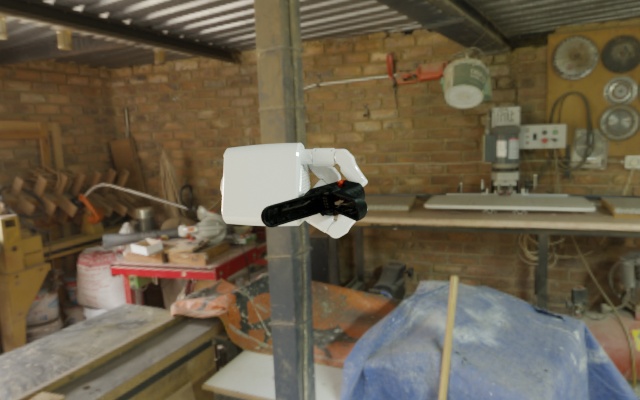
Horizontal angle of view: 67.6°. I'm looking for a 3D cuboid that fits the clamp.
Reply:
[{"bbox_3d":[0.000,0.001,0.586,0.120,0.039,0.171,-1,8,8],"label":"clamp"}]
